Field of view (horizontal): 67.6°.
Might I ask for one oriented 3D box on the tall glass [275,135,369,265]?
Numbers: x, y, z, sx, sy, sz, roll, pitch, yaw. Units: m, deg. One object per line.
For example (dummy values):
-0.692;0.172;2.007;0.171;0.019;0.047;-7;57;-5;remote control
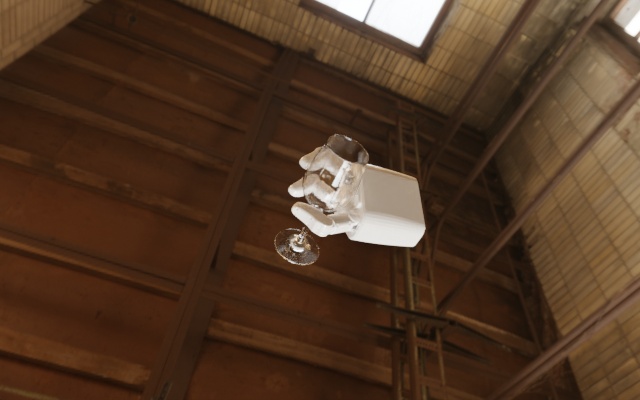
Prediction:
0.000;0.003;0.694;0.079;0.201;0.079;17;38;-14;tall glass
